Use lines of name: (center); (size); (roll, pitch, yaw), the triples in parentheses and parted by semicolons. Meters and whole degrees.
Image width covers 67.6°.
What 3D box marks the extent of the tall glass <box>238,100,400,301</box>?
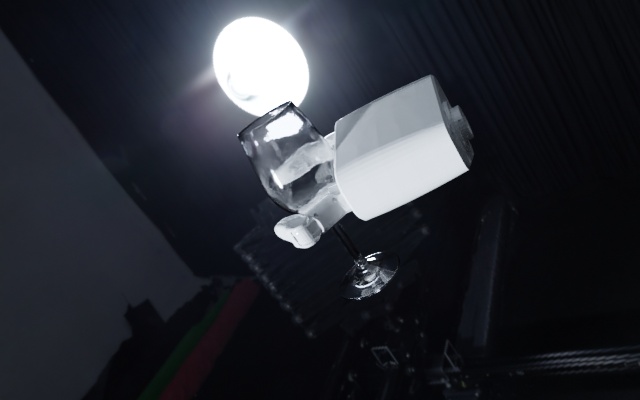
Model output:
tall glass: (0.000, 0.002, 0.478); (0.079, 0.201, 0.079); (-30, 19, 11)
